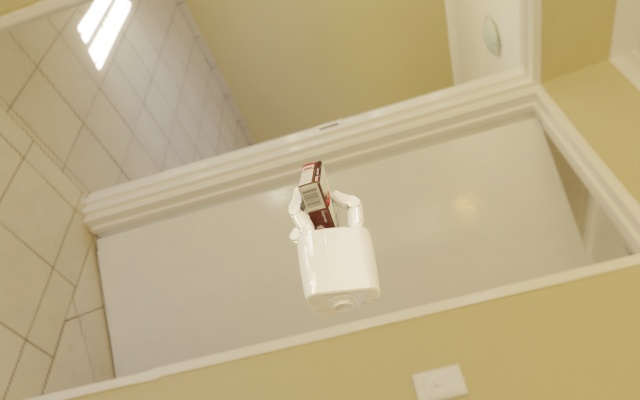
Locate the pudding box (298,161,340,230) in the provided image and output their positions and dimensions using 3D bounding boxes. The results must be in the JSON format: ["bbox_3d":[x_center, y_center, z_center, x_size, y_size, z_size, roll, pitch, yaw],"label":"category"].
[{"bbox_3d":[0.000,0.003,0.801,0.039,0.113,0.090,-14,26,9],"label":"pudding box"}]
